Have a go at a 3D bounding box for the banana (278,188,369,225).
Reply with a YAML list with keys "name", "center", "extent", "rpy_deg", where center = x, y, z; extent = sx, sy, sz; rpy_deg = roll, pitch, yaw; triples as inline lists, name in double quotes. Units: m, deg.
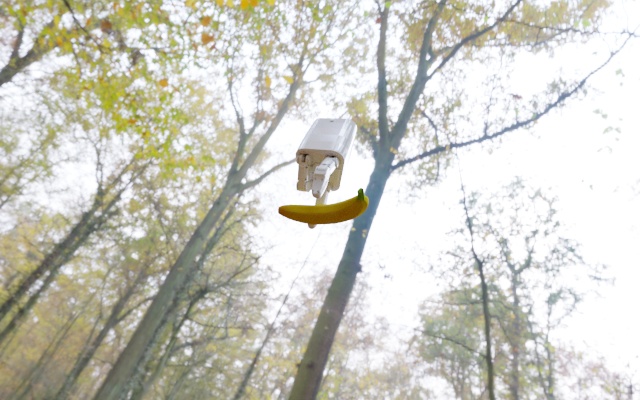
- name: "banana"
  center: [0.013, 0.015, 0.846]
  extent: [0.198, 0.037, 0.070]
  rpy_deg: [-14, -52, 38]
